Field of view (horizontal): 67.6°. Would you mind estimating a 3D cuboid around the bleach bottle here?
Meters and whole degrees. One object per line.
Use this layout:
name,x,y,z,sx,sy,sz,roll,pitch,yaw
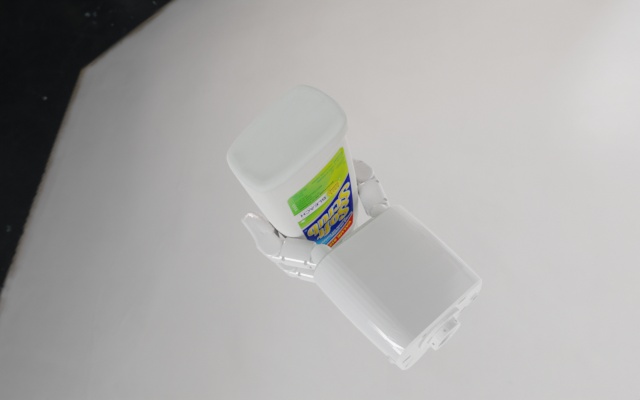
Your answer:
bleach bottle,0.000,0.002,0.481,0.068,0.102,0.251,43,-8,28
